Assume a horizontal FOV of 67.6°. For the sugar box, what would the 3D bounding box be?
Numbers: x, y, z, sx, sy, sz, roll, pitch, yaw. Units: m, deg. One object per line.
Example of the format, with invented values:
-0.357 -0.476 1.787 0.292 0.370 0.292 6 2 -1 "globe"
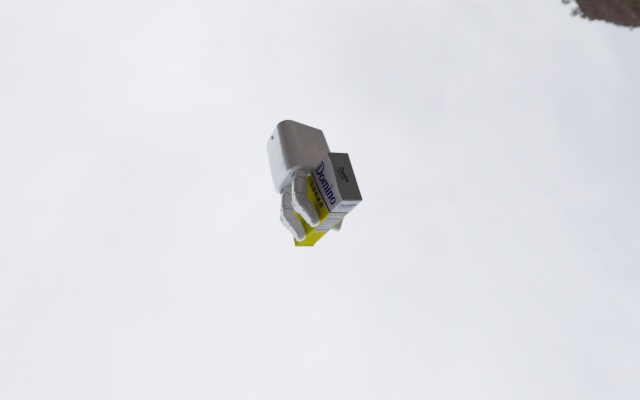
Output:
0.000 0.003 0.819 0.048 0.093 0.176 0 -30 -29 "sugar box"
